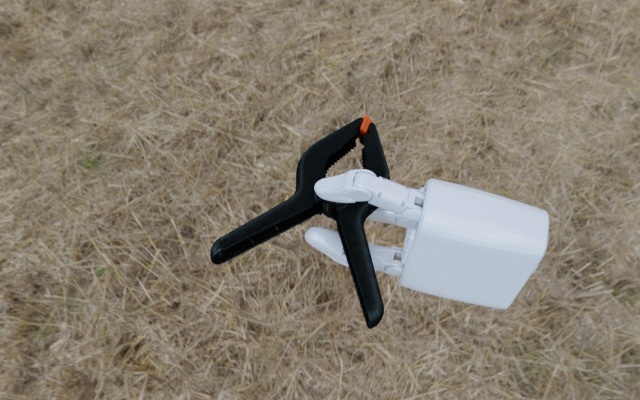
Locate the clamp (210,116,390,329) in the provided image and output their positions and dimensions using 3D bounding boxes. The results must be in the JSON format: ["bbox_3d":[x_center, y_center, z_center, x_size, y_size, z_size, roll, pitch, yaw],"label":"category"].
[{"bbox_3d":[0.000,0.001,0.462,0.164,0.210,0.036,15,-27,6],"label":"clamp"}]
